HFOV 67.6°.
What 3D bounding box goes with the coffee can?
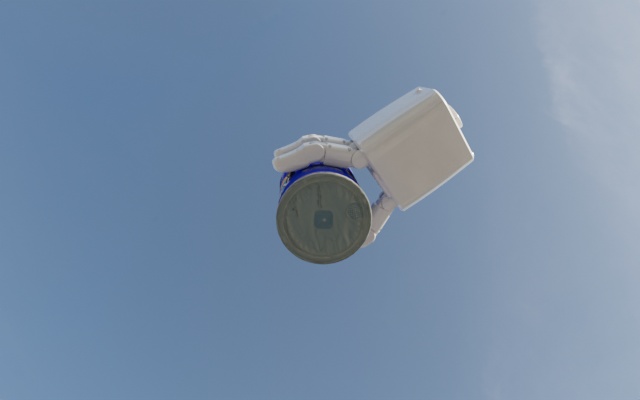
[{"bbox_3d":[0.000,0.002,0.573,0.103,0.103,0.140,0,16,-3],"label":"coffee can"}]
